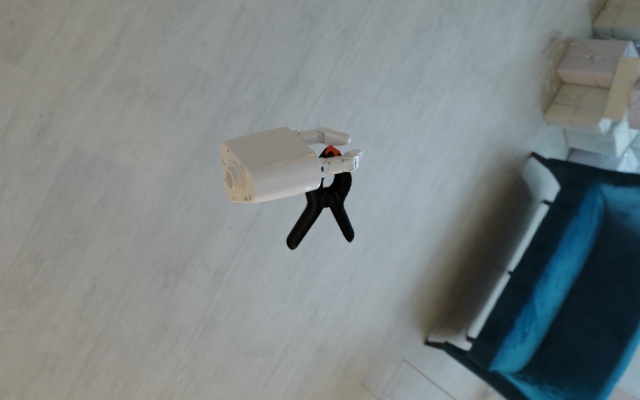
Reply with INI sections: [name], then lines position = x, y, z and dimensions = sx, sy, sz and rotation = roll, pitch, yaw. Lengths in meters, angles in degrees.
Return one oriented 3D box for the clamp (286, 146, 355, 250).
[clamp]
position = 0.001, 0.002, 0.744
dimensions = 0.120, 0.171, 0.039
rotation = -16, 26, -29
